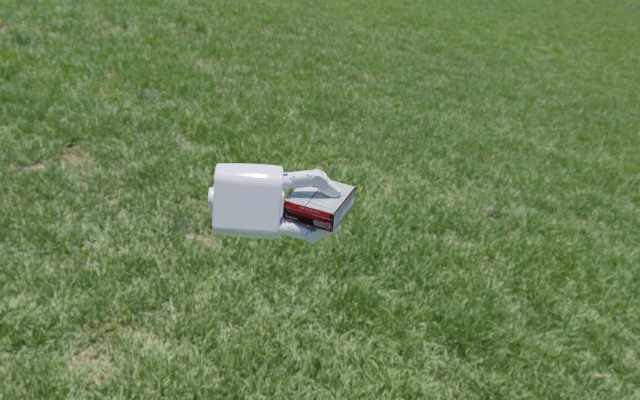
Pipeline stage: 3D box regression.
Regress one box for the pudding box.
[{"bbox_3d":[0.000,0.002,0.798,0.090,0.039,0.113,17,33,17],"label":"pudding box"}]
